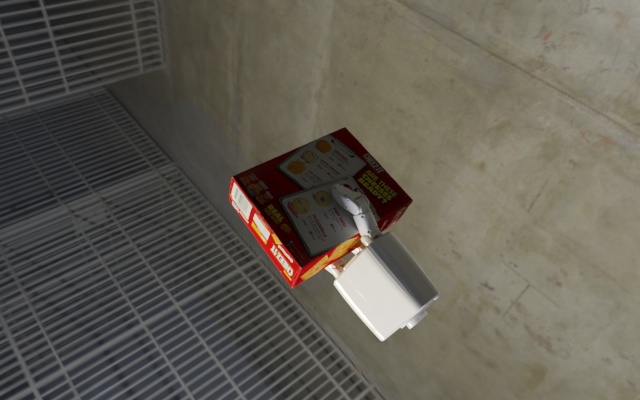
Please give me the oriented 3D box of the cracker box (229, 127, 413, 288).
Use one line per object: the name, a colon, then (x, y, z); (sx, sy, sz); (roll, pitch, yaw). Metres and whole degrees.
cracker box: (0.000, 0.002, 0.697); (0.213, 0.164, 0.072); (-28, -22, -31)
